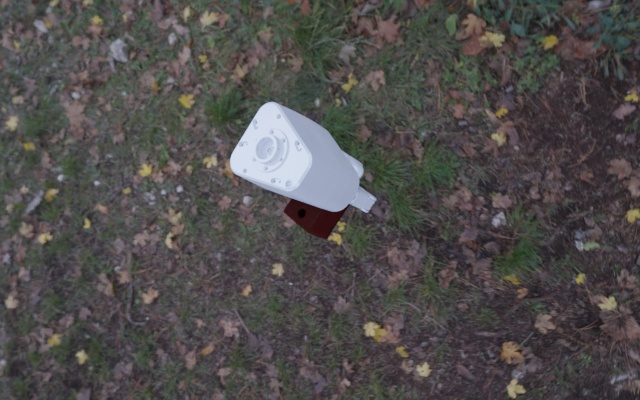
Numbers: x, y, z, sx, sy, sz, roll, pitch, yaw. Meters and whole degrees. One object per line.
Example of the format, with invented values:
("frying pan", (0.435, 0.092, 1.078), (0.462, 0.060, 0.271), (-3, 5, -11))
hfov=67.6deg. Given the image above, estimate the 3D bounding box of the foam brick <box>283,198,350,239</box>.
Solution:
("foam brick", (0.000, 0.002, 0.626), (0.053, 0.078, 0.051), (38, 10, 31))
